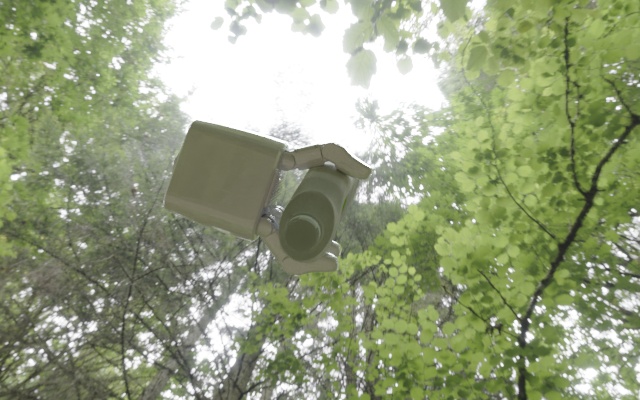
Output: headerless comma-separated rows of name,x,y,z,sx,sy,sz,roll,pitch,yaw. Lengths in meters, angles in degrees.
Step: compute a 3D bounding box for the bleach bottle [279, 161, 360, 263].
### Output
bleach bottle,0.000,0.002,0.525,0.068,0.102,0.251,19,11,3
